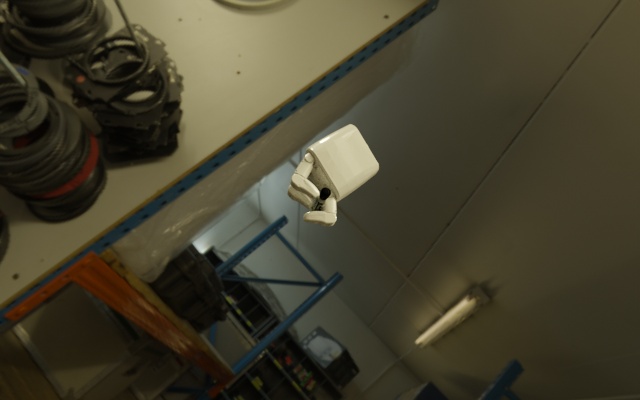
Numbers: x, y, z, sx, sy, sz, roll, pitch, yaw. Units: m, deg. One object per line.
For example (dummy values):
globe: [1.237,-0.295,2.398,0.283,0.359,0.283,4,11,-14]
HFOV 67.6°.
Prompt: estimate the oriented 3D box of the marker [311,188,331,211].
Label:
marker: [0.000,0.003,0.881,0.020,0.020,0.121,0,-19,-10]
